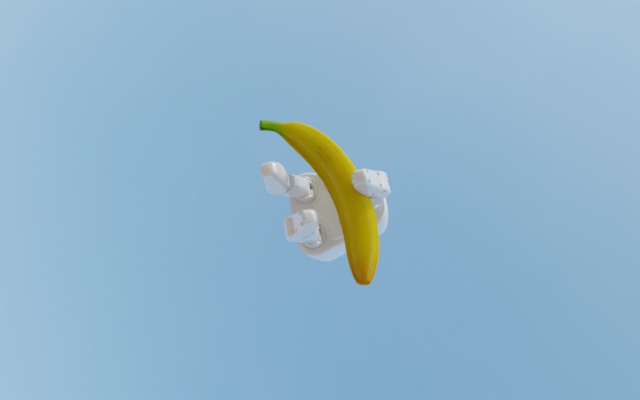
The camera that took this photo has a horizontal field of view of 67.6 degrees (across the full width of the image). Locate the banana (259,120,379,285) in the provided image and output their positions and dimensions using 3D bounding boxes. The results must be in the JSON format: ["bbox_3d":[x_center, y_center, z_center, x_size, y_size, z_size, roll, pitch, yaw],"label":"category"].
[{"bbox_3d":[0.014,-0.010,0.491,0.069,0.197,0.037,-29,-13,-19],"label":"banana"}]
